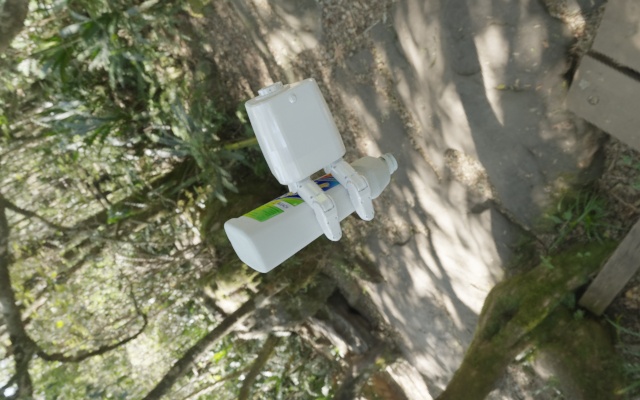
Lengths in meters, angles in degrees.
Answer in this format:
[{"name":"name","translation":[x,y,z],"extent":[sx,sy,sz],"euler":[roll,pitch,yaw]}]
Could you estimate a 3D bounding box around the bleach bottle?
[{"name":"bleach bottle","translation":[0.000,0.002,0.656],"extent":[0.251,0.068,0.102],"euler":[-31,21,-23]}]
